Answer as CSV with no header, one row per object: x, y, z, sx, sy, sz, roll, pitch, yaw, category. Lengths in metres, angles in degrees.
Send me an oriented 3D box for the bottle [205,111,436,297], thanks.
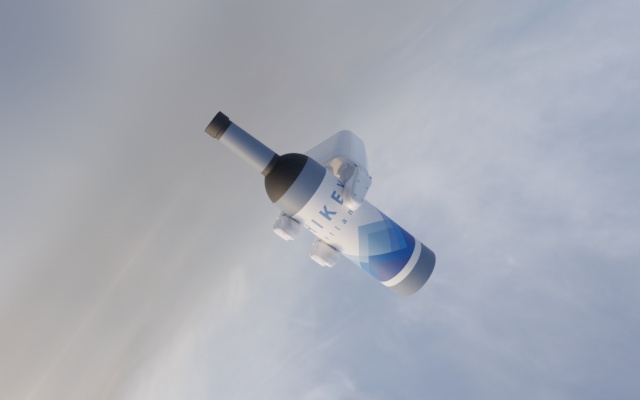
0.000,0.002,0.538,0.296,0.069,0.069,37,-10,-14,bottle
